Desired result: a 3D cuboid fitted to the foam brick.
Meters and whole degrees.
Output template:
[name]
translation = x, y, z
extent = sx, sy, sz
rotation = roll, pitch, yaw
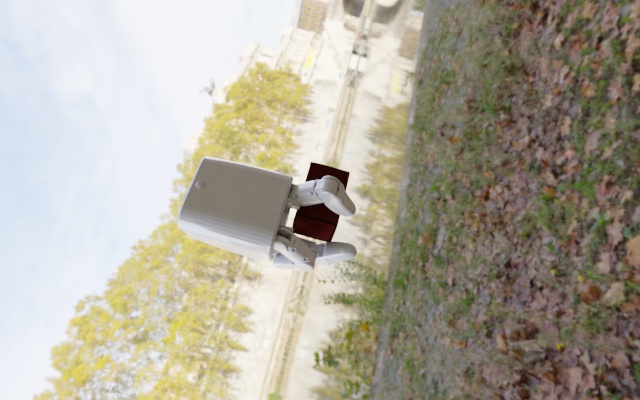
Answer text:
[foam brick]
translation = 0.000, 0.002, 0.580
extent = 0.051, 0.078, 0.053
rotation = 15, -30, -1
